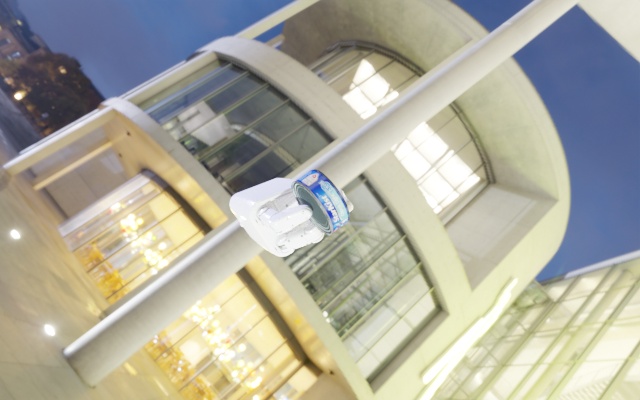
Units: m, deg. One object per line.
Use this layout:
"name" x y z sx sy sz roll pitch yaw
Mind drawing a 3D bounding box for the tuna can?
"tuna can" 0.001 0.002 0.632 0.033 0.086 0.086 -36 12 -17
